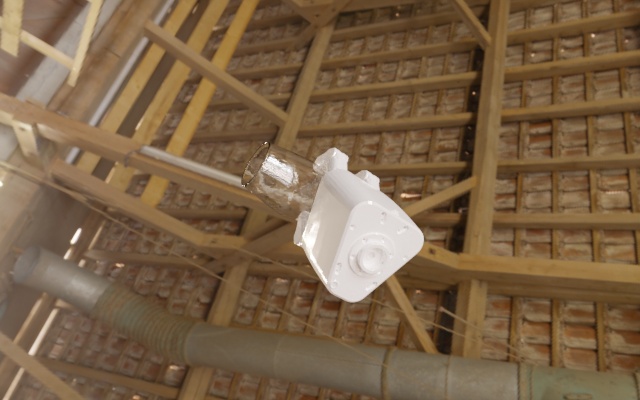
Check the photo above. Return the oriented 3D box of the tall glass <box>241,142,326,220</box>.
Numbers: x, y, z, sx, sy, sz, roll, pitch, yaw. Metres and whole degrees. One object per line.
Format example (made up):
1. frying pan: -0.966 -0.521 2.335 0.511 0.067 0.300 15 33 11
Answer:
1. tall glass: 0.001 0.002 0.612 0.201 0.079 0.079 31 -13 -23
